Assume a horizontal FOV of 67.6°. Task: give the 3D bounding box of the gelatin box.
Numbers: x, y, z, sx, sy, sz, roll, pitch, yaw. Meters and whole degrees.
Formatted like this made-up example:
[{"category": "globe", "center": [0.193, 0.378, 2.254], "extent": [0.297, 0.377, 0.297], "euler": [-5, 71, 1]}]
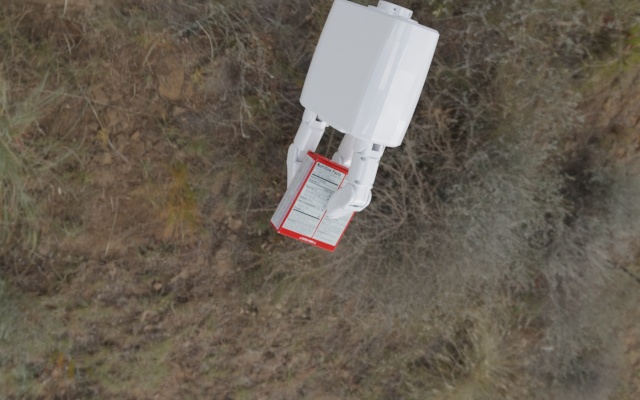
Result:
[{"category": "gelatin box", "center": [0.000, 0.002, 0.501], "extent": [0.073, 0.089, 0.030], "euler": [22, 12, -31]}]
